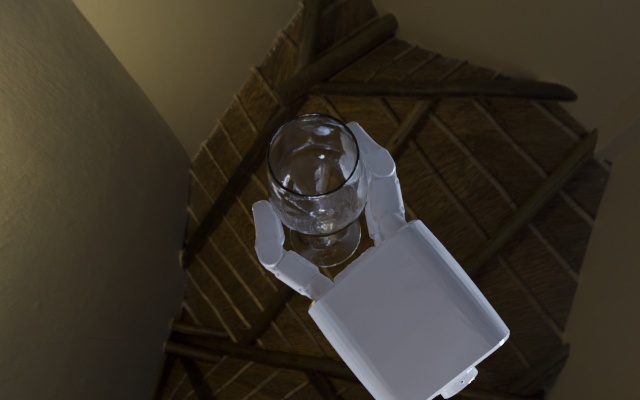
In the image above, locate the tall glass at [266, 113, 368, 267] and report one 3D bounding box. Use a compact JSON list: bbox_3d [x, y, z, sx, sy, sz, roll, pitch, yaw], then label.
[{"bbox_3d":[0.000,0.001,0.408,0.079,0.079,0.201,0,-19,3],"label":"tall glass"}]
